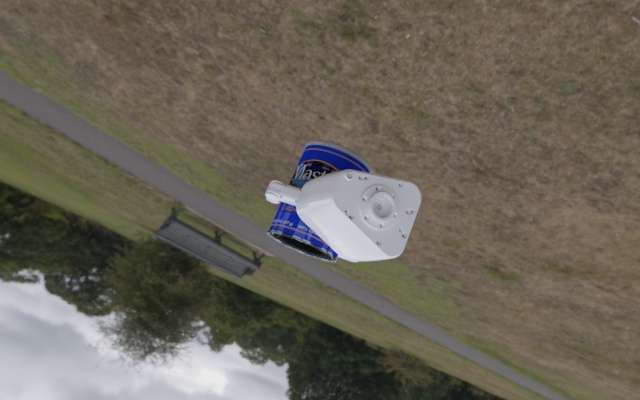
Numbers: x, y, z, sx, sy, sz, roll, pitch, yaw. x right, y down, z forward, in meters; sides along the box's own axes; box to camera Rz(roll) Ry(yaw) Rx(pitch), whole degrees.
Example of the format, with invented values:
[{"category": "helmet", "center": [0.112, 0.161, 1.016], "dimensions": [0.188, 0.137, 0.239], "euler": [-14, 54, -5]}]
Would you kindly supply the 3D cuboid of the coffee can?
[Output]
[{"category": "coffee can", "center": [0.000, 0.002, 0.667], "dimensions": [0.103, 0.140, 0.103], "euler": [21, -14, 6]}]
